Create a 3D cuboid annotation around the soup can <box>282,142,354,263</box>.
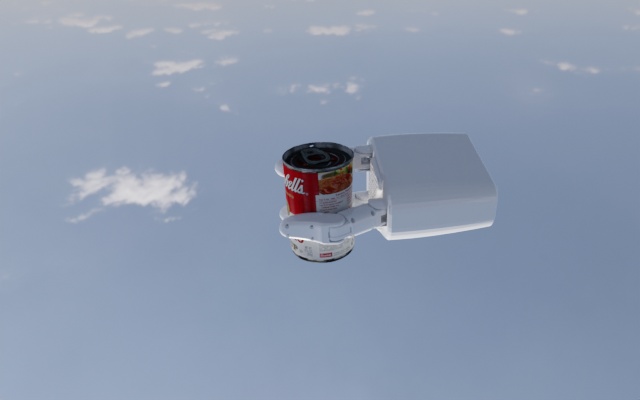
[{"bbox_3d":[0.000,0.002,0.472,0.068,0.102,0.068,-2,28,1],"label":"soup can"}]
